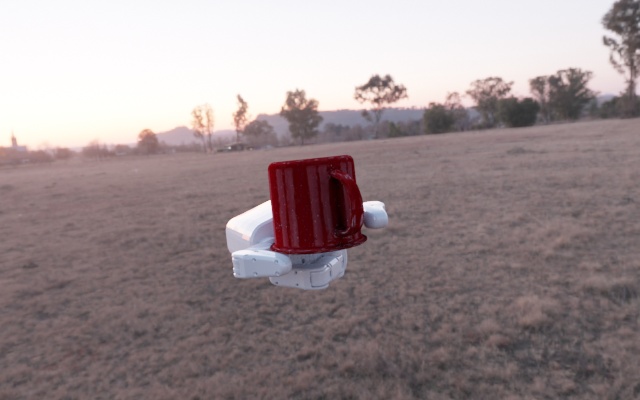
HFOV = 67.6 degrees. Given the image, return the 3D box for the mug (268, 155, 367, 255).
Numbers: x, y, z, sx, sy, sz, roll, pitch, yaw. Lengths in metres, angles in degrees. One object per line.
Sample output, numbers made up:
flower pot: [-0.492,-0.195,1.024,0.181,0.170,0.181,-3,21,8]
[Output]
mug: [0.001,0.001,0.439,0.093,0.081,0.117,-9,6,-28]
